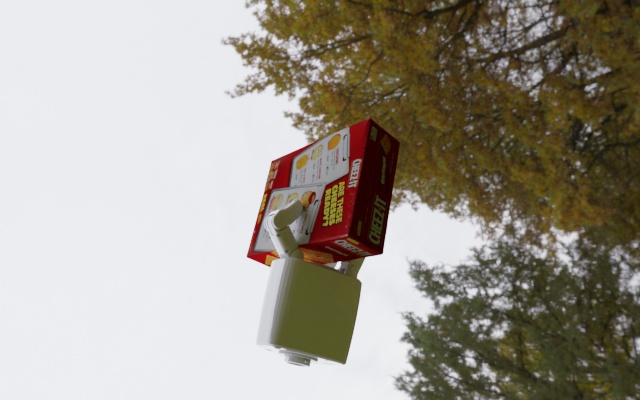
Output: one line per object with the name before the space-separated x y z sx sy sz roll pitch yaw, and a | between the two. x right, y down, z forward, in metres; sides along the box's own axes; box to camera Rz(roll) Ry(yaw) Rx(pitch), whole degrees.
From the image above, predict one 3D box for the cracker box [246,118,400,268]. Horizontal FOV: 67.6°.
cracker box | 0.000 0.002 0.655 0.072 0.164 0.214 29 -30 -34
